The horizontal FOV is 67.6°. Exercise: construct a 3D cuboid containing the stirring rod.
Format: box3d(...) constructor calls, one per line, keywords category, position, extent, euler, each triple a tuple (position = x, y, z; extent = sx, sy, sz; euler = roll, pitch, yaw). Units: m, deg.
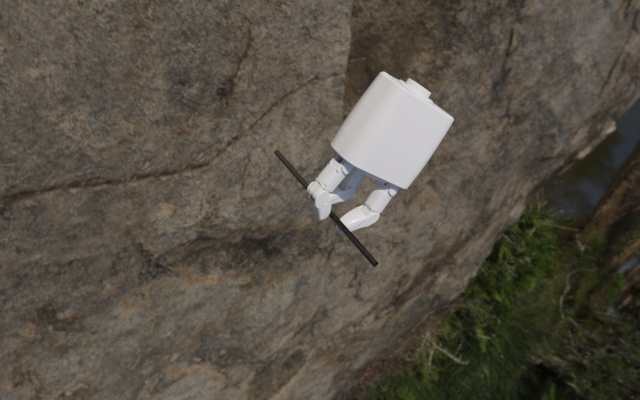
box3d(category="stirring rod", position=(0.000, 0.002, 0.631), extent=(0.011, 0.011, 0.239), euler=(0, 38, -43))
